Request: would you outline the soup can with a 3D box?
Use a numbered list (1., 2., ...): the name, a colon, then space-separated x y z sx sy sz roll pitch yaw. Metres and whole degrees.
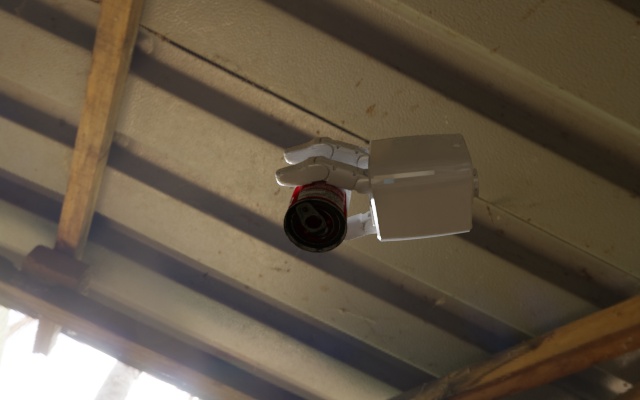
1. soup can: 0.000 0.002 0.543 0.068 0.068 0.102 0 31 8
